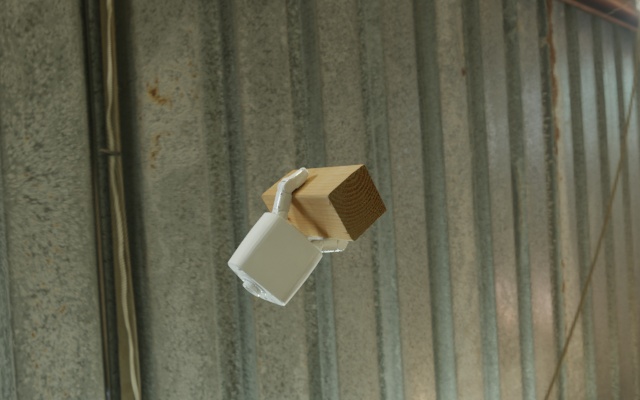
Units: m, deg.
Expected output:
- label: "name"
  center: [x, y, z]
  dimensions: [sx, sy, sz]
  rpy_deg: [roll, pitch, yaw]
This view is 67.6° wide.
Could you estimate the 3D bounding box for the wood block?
- label: "wood block"
  center: [0.000, 0.003, 0.820]
  dimensions: [0.090, 0.091, 0.206]
  rpy_deg: [-41, 23, -28]
